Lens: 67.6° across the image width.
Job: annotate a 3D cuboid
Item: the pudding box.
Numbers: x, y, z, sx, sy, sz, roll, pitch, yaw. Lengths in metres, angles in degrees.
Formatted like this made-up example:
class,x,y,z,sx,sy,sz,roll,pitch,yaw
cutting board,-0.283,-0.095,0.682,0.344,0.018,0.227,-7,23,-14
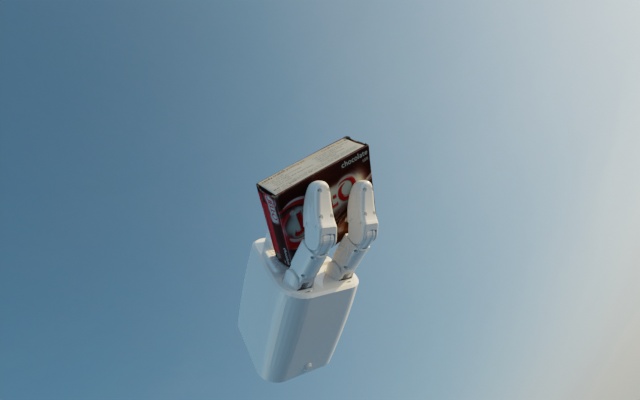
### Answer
class,x,y,z,sx,sy,sz,roll,pitch,yaw
pudding box,0.000,0.001,0.463,0.113,0.090,0.039,-33,42,-27
